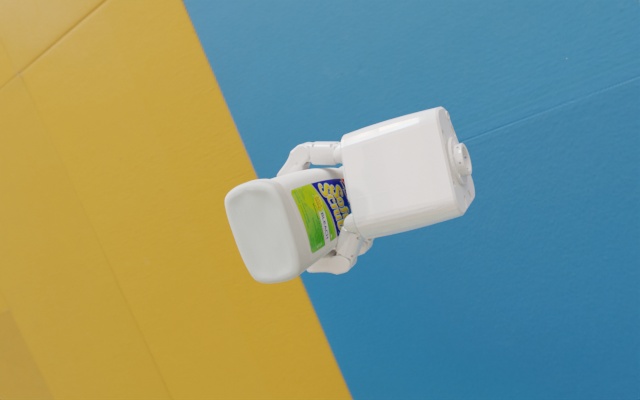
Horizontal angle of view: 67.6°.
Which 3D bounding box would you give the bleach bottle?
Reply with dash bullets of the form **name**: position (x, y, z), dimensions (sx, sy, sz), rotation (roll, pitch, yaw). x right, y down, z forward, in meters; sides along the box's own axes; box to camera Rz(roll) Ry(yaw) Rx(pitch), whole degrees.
- **bleach bottle**: position (0.000, 0.002, 0.545), dimensions (0.068, 0.102, 0.250), rotation (-13, 8, 29)
